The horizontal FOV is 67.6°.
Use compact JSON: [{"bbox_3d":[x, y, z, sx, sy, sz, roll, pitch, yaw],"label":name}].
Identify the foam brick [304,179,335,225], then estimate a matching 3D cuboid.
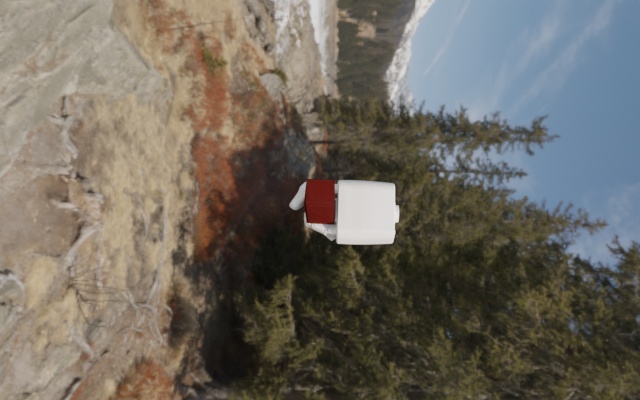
[{"bbox_3d":[0.000,0.003,0.853,0.051,0.053,0.078,3,-28,4],"label":"foam brick"}]
